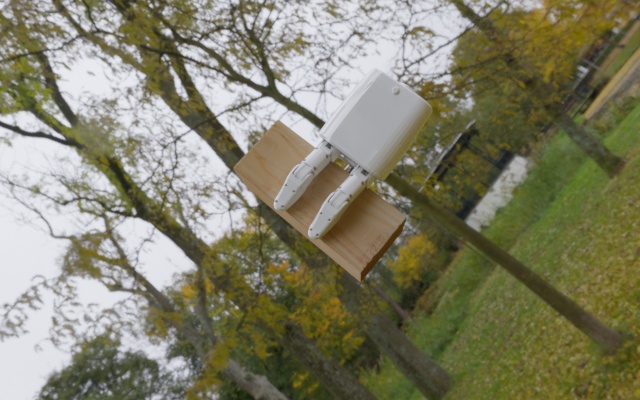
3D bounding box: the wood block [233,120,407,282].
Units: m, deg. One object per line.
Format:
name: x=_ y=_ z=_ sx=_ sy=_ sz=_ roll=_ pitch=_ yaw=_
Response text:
wood block: x=0.000 y=0.002 z=0.621 sx=0.206 sy=0.090 sz=0.091 roll=39 pitch=-9 yaw=15
